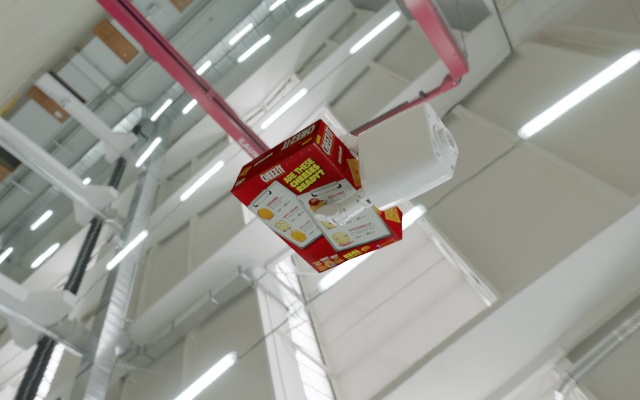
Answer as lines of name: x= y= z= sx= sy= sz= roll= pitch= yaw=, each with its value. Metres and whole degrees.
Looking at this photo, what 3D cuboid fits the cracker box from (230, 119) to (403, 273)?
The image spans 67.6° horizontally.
cracker box: x=0.000 y=0.003 z=0.725 sx=0.164 sy=0.072 sz=0.214 roll=-27 pitch=-58 yaw=30
